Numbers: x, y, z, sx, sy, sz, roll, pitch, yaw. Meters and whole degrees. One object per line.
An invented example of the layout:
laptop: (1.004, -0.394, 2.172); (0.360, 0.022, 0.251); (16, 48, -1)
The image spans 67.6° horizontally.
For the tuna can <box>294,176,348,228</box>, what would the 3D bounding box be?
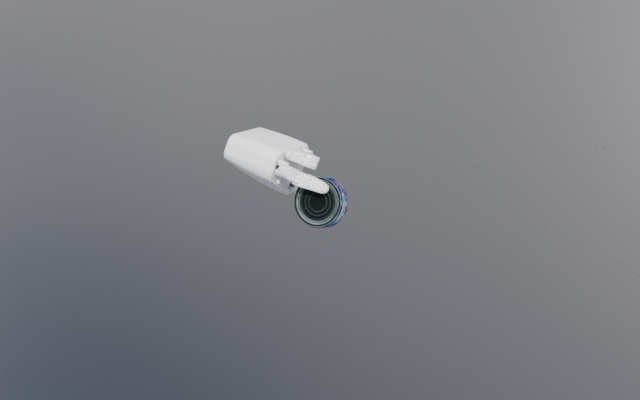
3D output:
tuna can: (0.000, 0.003, 0.783); (0.086, 0.086, 0.034); (0, -1, 21)
